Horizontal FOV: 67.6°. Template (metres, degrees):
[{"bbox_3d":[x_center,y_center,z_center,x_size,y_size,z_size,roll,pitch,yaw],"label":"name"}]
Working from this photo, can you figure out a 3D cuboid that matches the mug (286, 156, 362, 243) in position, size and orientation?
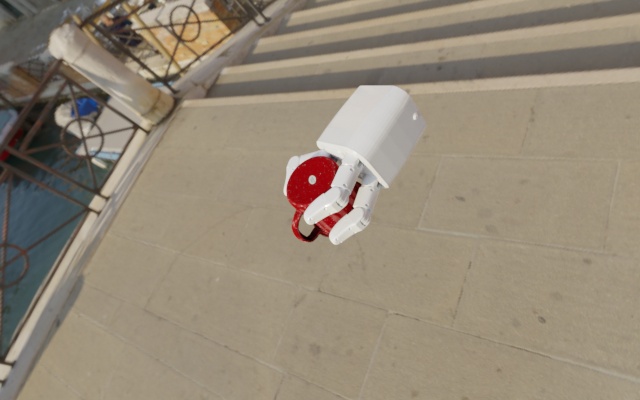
[{"bbox_3d":[-0.001,0.003,0.652,0.093,0.117,0.081,27,-11,44],"label":"mug"}]
